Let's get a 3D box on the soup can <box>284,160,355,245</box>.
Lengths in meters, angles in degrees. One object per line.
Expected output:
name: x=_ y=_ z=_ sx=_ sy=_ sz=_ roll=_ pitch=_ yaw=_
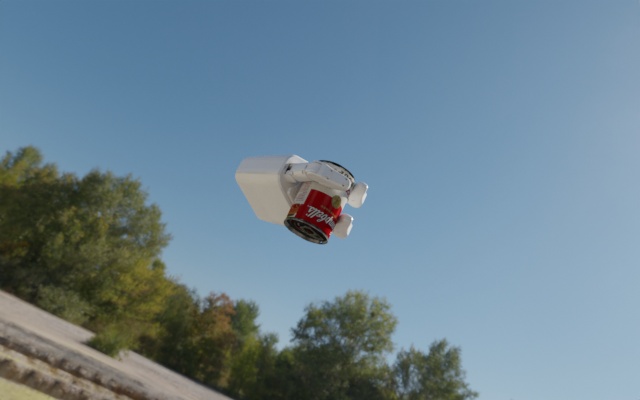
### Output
soup can: x=0.001 y=0.002 z=0.680 sx=0.068 sy=0.102 sz=0.068 roll=23 pitch=-23 yaw=10
